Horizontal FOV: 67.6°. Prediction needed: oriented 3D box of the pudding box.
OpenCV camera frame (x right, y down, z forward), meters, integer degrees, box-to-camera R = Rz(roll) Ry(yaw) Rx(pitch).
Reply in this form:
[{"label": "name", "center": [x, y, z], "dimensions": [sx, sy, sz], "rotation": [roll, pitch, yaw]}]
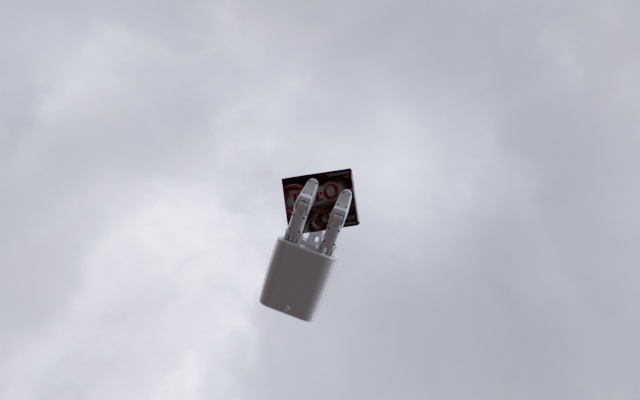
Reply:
[{"label": "pudding box", "center": [0.000, 0.003, 0.749], "dimensions": [0.113, 0.090, 0.039], "rotation": [-9, -3, 6]}]
